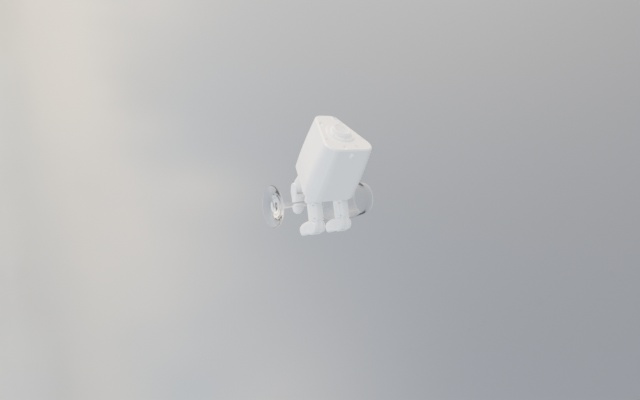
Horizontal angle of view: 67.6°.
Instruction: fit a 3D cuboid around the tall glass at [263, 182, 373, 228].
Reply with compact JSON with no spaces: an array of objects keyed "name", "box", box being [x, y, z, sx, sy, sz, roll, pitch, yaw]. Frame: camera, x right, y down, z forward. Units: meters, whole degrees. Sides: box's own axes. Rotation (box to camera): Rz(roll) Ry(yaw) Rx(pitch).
[{"name":"tall glass","box":[-0.001,0.003,0.875,0.201,0.079,0.079,-5,3,-34]}]
